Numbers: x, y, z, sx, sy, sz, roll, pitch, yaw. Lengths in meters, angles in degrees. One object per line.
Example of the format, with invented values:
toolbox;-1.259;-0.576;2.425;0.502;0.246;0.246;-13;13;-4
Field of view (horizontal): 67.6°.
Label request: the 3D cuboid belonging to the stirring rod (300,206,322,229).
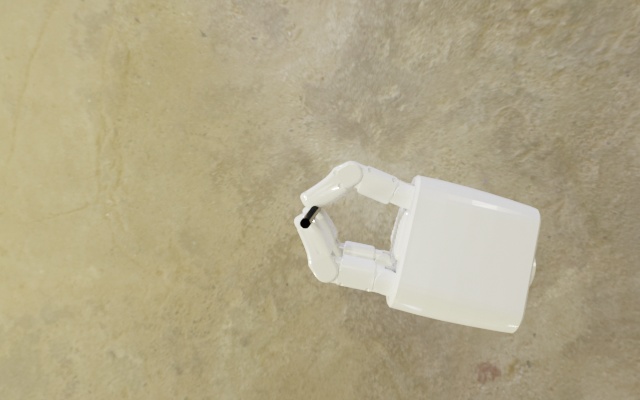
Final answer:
stirring rod;0.000;0.001;0.468;0.011;0.011;0.239;0;7;5
